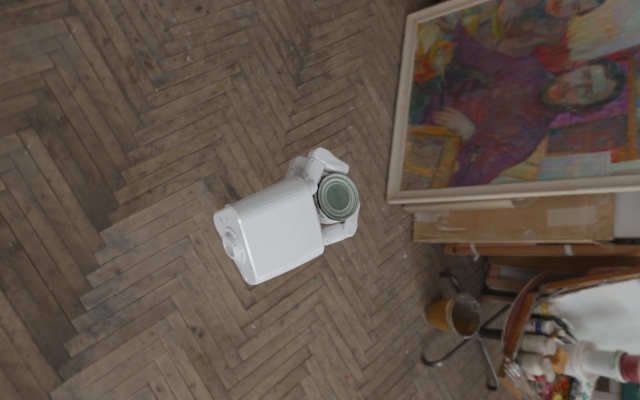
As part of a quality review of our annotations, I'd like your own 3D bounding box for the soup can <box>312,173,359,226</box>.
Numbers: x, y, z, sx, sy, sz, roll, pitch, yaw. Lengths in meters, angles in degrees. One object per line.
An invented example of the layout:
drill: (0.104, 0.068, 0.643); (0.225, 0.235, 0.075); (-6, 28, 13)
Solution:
soup can: (0.001, 0.002, 0.682); (0.068, 0.068, 0.102); (0, -9, -29)
